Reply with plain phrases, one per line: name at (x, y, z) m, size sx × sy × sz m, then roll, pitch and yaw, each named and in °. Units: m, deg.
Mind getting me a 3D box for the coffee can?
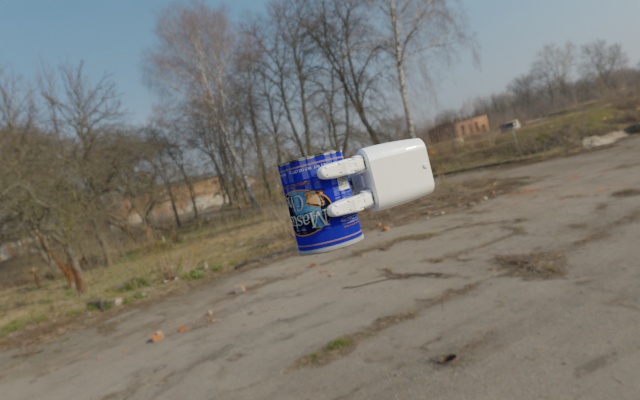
coffee can at (0.000, 0.003, 0.730) m, size 0.103 × 0.140 × 0.103 m, roll -14°, pitch 2°, yaw 1°
